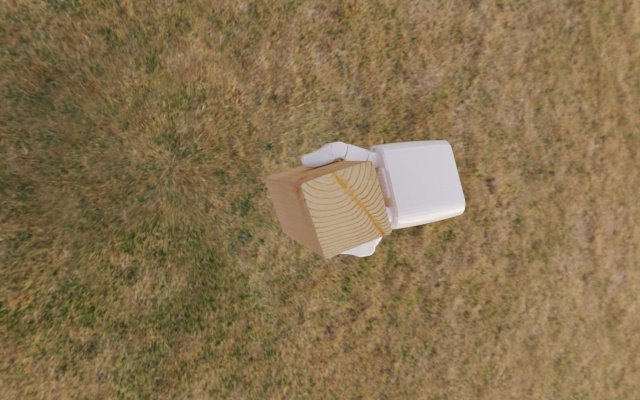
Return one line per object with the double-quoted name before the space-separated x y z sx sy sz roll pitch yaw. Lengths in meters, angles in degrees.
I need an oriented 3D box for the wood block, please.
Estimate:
"wood block" 0.000 0.002 0.628 0.090 0.091 0.206 -20 9 -15
